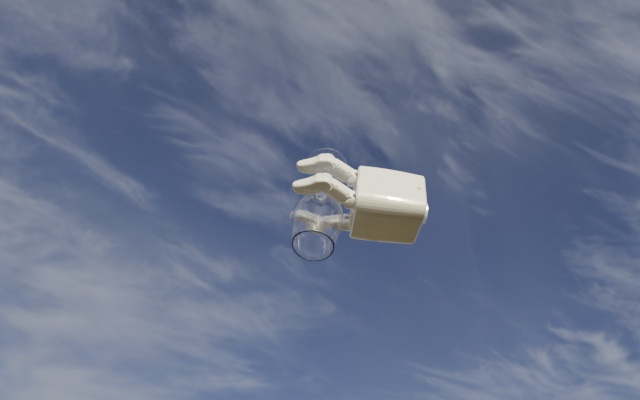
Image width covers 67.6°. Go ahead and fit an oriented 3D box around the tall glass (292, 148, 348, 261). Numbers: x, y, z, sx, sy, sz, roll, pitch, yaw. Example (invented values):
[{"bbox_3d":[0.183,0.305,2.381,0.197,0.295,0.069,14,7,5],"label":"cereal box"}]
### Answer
[{"bbox_3d":[0.000,0.002,0.754,0.079,0.079,0.201,0,39,9],"label":"tall glass"}]
